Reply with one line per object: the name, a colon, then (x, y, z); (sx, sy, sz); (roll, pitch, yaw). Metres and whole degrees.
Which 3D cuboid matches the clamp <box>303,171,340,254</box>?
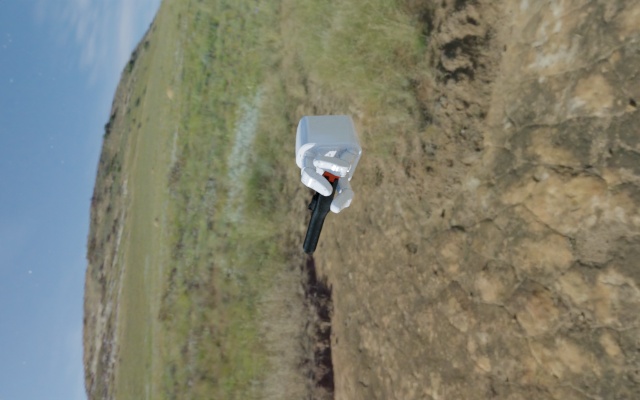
clamp: (0.000, 0.003, 0.880); (0.039, 0.172, 0.120); (11, 39, -14)
